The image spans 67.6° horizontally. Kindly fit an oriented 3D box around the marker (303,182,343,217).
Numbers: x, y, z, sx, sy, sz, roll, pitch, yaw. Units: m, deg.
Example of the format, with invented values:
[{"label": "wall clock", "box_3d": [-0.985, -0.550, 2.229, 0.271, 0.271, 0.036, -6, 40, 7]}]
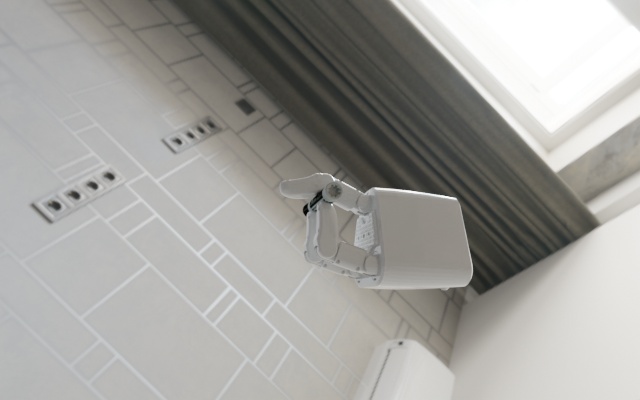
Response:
[{"label": "marker", "box_3d": [0.000, 0.002, 0.541, 0.020, 0.020, 0.121, 0, -12, -14]}]
